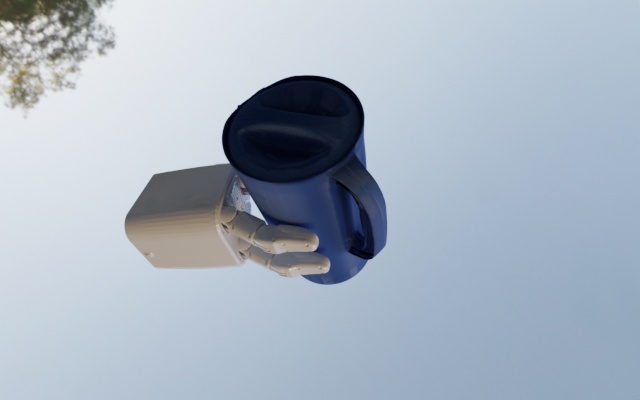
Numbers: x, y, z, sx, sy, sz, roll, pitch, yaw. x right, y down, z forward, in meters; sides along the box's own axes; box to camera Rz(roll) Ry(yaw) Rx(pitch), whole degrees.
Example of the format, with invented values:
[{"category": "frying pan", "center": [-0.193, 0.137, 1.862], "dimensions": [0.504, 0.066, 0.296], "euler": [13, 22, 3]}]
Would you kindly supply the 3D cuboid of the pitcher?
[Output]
[{"category": "pitcher", "center": [0.000, 0.002, 0.520], "dimensions": [0.145, 0.149, 0.243], "euler": [-5, -36, 9]}]
